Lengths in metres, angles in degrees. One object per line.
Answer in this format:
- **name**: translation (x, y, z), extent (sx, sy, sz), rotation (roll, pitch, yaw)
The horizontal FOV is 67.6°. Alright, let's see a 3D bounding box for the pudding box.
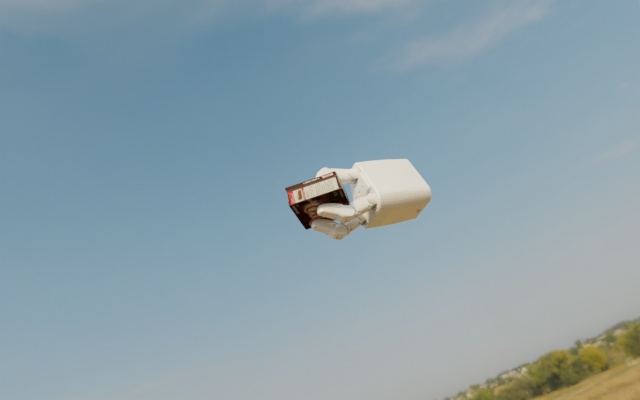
- **pudding box**: translation (0.000, 0.002, 0.795), extent (0.090, 0.039, 0.113), rotation (-19, -29, 5)
